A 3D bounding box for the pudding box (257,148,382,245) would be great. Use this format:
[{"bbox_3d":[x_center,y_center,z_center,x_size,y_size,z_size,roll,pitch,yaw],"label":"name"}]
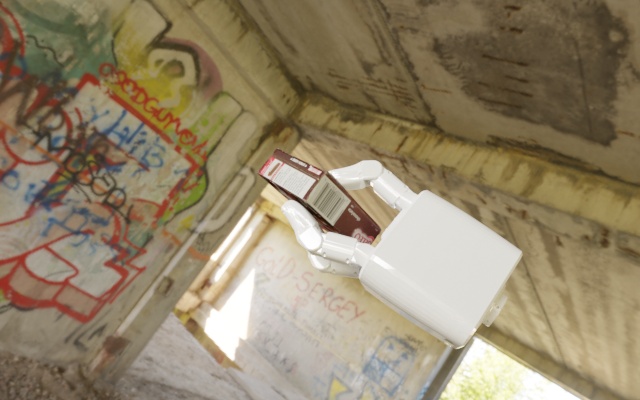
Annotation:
[{"bbox_3d":[0.000,0.002,0.494,0.090,0.039,0.113,28,-13,47],"label":"pudding box"}]
